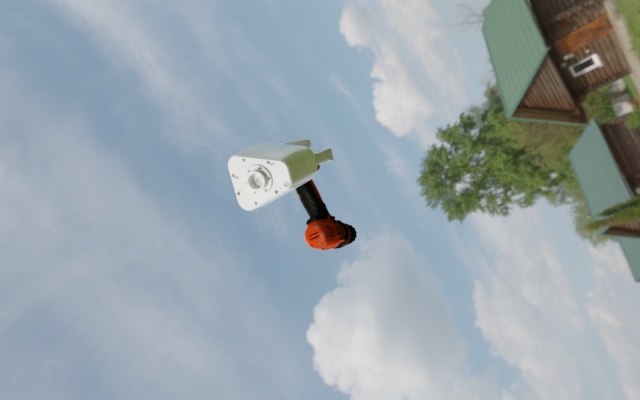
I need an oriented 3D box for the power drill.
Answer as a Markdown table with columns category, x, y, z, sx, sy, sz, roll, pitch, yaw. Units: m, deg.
| category | x | y | z | sx | sy | sz | roll | pitch | yaw |
| --- | --- | --- | --- | --- | --- | --- | --- | --- | --- |
| power drill | 0.000 | 0.003 | 0.900 | 0.057 | 0.187 | 0.184 | -28 | -13 | 17 |
